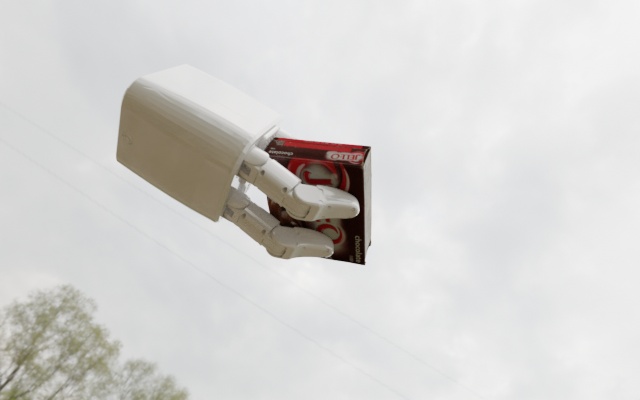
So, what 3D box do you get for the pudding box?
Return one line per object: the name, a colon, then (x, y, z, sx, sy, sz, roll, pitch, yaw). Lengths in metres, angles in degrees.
pudding box: (0.000, 0.001, 0.431, 0.090, 0.114, 0.039, 8, 41, 17)
